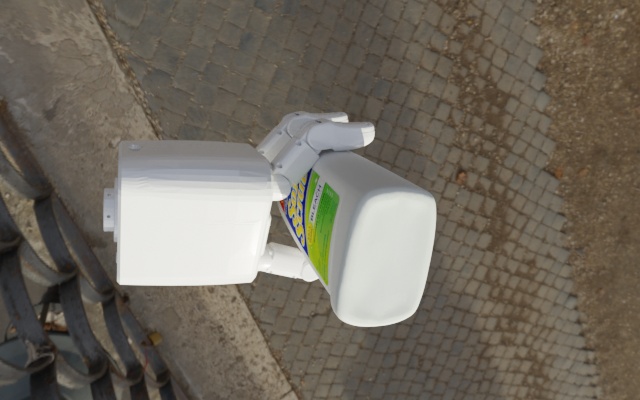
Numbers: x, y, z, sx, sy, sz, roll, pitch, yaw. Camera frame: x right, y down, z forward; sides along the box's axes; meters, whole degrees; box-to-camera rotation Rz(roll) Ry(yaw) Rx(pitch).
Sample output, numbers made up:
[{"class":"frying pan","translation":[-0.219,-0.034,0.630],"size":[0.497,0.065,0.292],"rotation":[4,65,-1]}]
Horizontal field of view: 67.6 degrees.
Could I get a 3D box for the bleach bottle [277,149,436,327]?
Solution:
[{"class":"bleach bottle","translation":[0.000,0.001,0.416],"size":[0.068,0.102,0.250],"rotation":[2,16,-23]}]
